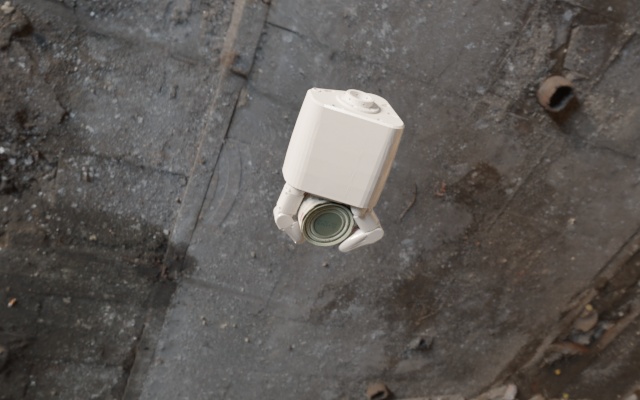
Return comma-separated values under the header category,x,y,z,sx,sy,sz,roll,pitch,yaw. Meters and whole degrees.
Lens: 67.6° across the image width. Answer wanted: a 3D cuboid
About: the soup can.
category,x,y,z,sx,sy,sz,roll,pitch,yaw
soup can,0.000,0.003,0.610,0.068,0.068,0.102,0,34,-13
